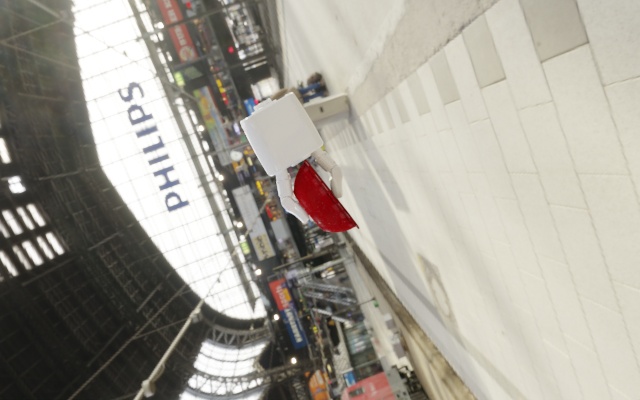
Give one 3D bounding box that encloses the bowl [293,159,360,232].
[{"bbox_3d":[0.001,0.004,0.855,0.055,0.162,0.162,-39,-2,3],"label":"bowl"}]
